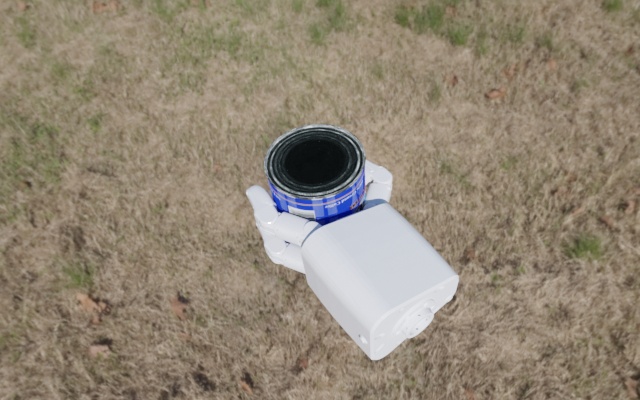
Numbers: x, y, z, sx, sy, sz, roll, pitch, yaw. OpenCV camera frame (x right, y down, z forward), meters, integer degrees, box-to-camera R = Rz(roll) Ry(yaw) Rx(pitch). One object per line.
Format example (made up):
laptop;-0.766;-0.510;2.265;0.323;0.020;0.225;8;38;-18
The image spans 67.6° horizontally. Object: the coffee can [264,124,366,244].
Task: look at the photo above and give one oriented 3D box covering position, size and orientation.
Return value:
coffee can;0.000;0.002;0.529;0.103;0.102;0.140;0;-39;7
